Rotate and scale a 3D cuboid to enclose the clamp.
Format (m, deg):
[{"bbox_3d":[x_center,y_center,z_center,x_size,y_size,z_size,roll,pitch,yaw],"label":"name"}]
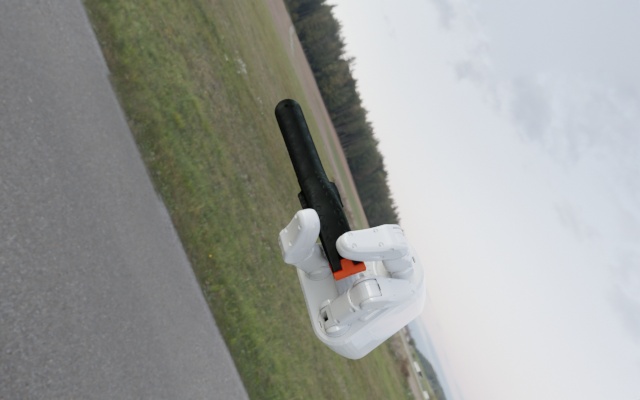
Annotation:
[{"bbox_3d":[0.001,0.001,0.442,0.039,0.171,0.120,-21,-29,4],"label":"clamp"}]
